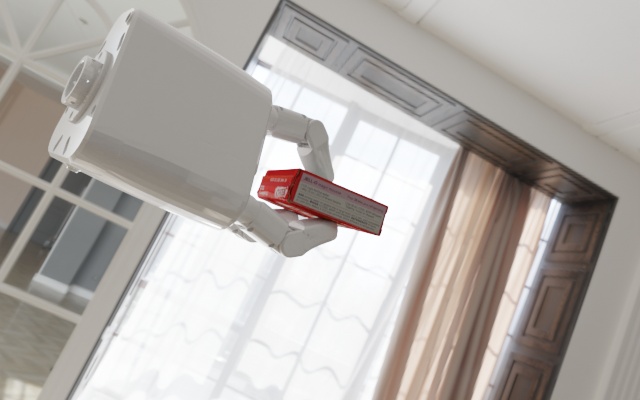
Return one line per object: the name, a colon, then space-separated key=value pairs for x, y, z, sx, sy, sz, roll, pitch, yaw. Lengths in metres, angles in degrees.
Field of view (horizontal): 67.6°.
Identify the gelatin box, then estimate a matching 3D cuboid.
gelatin box: x=0.000 y=0.001 z=0.401 sx=0.089 sy=0.030 sz=0.073 roll=21 pitch=-6 yaw=-26
